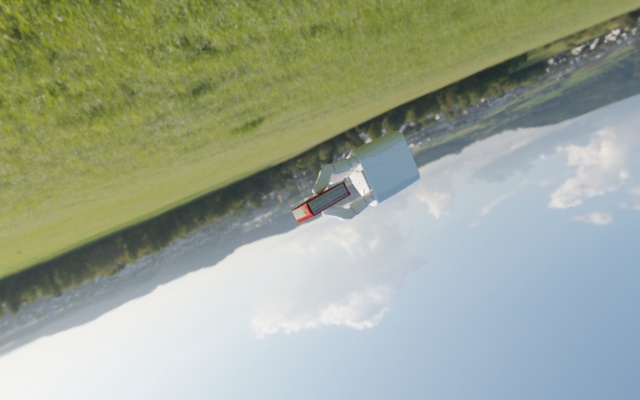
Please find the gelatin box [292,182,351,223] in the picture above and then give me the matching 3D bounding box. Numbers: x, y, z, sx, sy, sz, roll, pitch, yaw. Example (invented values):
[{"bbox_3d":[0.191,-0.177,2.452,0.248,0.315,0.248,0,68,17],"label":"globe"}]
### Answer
[{"bbox_3d":[0.000,0.003,0.867,0.089,0.030,0.073,-31,3,-27],"label":"gelatin box"}]
